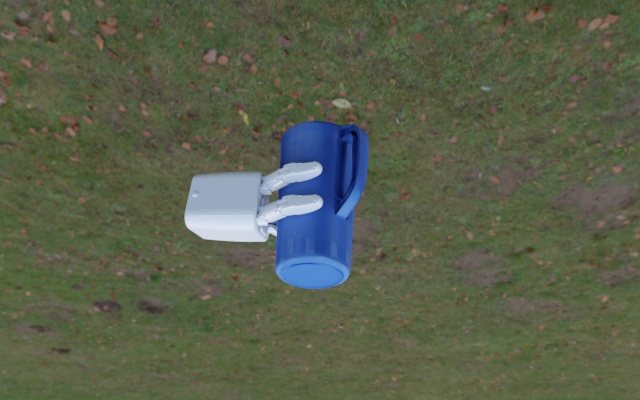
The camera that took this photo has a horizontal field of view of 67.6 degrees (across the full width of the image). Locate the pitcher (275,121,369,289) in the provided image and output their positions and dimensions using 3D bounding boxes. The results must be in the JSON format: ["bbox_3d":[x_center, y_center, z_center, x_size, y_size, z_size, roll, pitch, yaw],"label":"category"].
[{"bbox_3d":[0.000,0.002,0.736,0.145,0.242,0.149,0,-32,4],"label":"pitcher"}]
